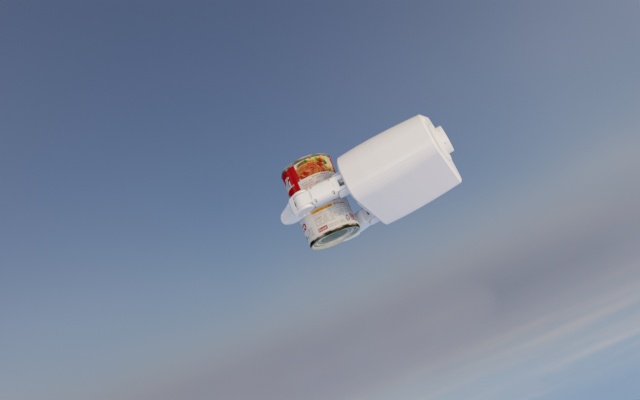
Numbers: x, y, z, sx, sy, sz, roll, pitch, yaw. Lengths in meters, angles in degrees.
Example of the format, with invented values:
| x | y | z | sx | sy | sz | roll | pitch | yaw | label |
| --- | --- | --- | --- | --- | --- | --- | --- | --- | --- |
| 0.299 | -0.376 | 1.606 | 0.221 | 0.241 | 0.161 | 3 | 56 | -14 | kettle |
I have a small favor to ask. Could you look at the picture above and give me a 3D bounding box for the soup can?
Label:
| x | y | z | sx | sy | sz | roll | pitch | yaw | label |
| --- | --- | --- | --- | --- | --- | --- | --- | --- | --- |
| 0.000 | 0.002 | 0.594 | 0.068 | 0.102 | 0.068 | -21 | -18 | -7 | soup can |
